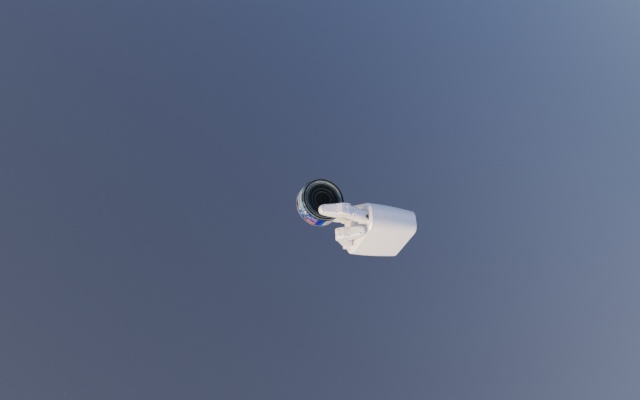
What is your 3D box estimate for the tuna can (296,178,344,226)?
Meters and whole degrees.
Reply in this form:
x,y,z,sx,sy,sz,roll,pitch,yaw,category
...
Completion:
x,y,z,sx,sy,sz,roll,pitch,yaw,category
0.000,0.003,0.894,0.086,0.086,0.034,0,-20,-22,tuna can
